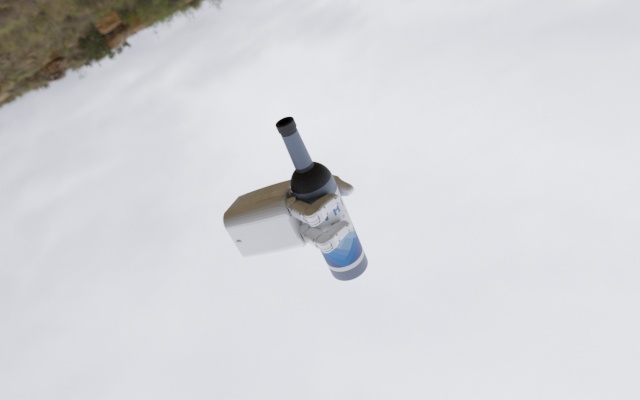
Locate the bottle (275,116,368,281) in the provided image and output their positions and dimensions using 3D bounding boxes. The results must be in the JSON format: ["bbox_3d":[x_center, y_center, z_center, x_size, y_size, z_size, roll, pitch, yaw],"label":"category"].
[{"bbox_3d":[0.000,0.003,0.740,0.069,0.296,0.069,-16,35,12],"label":"bottle"}]
